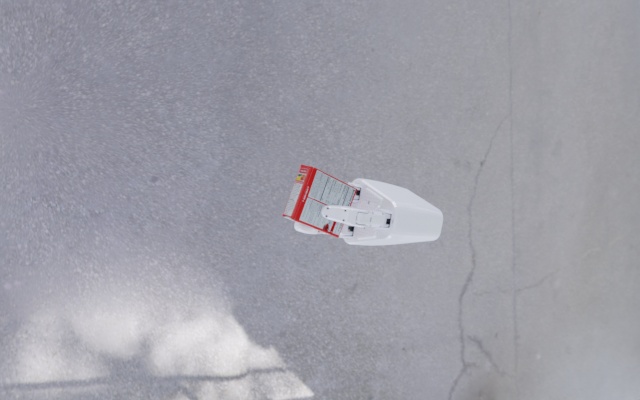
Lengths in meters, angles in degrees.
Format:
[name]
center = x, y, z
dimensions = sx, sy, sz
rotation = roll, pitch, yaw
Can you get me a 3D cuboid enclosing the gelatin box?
[gelatin box]
center = 0.000, 0.002, 0.637
dimensions = 0.089, 0.073, 0.030
rotation = 24, -6, -41
